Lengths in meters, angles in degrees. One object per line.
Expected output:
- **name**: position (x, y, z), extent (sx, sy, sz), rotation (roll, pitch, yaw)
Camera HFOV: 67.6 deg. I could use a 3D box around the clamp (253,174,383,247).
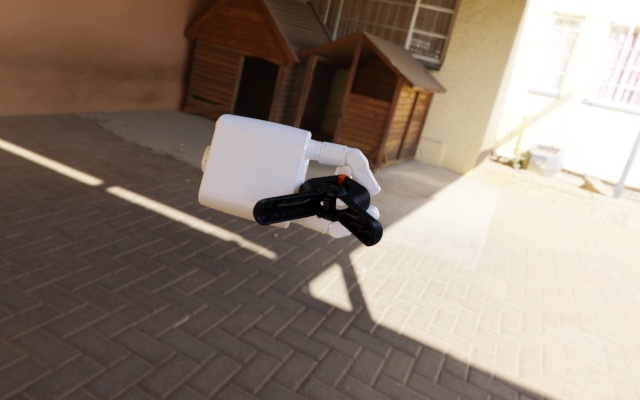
- **clamp**: position (0.000, 0.001, 0.498), extent (0.120, 0.039, 0.171), rotation (14, 14, -1)
